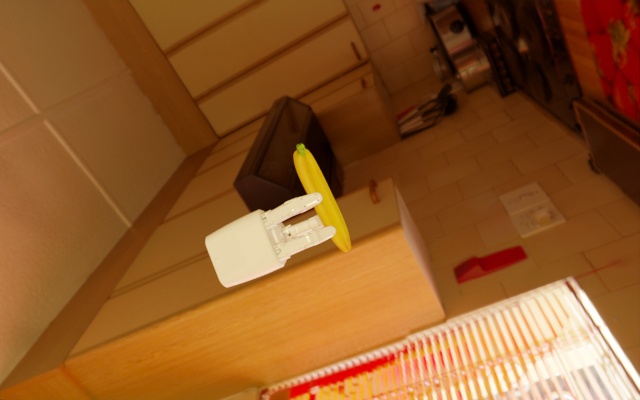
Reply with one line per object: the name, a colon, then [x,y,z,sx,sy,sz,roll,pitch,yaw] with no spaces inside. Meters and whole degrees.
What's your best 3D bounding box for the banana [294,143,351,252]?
banana: [-0.001,-0.007,0.783,0.037,0.198,0.069,-24,18,9]
